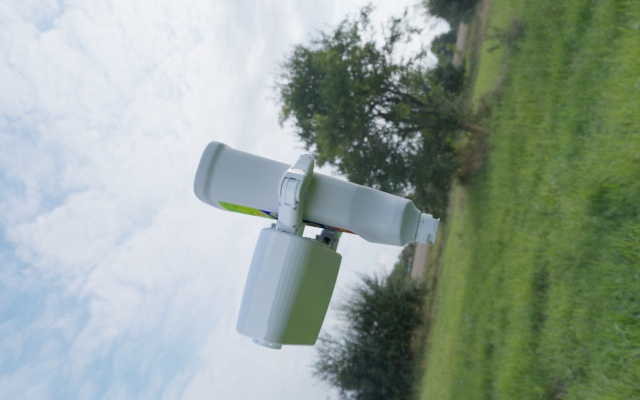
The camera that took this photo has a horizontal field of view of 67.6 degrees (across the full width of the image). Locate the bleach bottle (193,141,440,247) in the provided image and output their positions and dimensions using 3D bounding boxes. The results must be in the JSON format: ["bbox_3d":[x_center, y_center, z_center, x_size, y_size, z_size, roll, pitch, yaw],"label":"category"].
[{"bbox_3d":[0.000,0.002,0.512,0.251,0.068,0.102,13,-9,12],"label":"bleach bottle"}]
